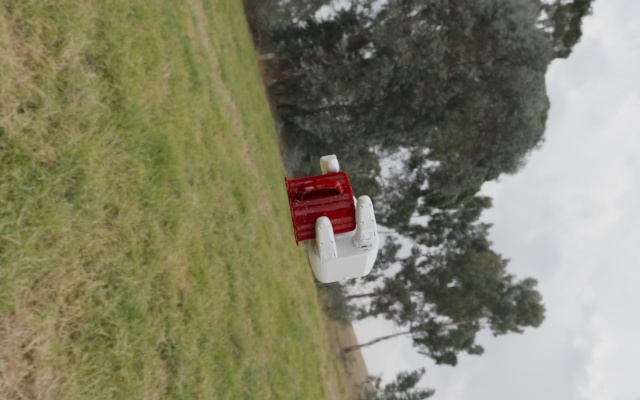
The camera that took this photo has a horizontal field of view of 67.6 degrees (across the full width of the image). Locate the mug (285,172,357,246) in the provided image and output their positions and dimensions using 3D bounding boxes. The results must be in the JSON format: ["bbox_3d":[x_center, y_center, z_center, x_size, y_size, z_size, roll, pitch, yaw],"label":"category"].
[{"bbox_3d":[0.000,0.001,0.620,0.081,0.093,0.117,-10,-26,-4],"label":"mug"}]
